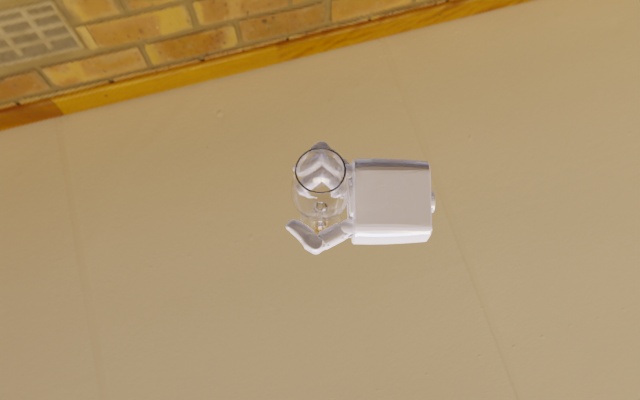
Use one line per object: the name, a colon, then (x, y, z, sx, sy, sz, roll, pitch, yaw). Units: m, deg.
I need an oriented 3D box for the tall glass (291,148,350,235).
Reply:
tall glass: (0.000, 0.002, 0.663, 0.079, 0.079, 0.201, 0, -23, 0)
